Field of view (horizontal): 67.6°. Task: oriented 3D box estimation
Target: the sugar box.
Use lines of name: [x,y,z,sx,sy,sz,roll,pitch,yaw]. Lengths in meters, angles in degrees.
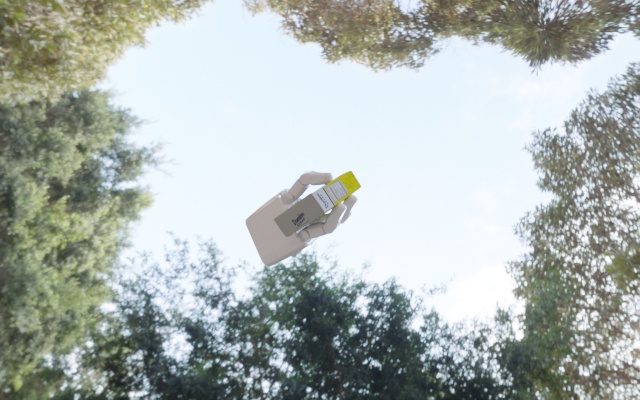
sugar box: [0.000,0.003,0.853,0.093,0.048,0.176,-34,2,31]
